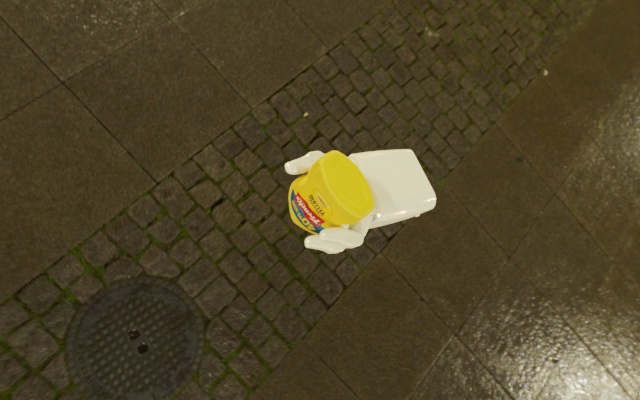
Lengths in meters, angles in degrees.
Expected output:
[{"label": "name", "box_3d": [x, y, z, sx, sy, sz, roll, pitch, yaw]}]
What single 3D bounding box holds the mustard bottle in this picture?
[{"label": "mustard bottle", "box_3d": [0.000, 0.002, 0.690, 0.058, 0.096, 0.192, -36, 1, -27]}]
